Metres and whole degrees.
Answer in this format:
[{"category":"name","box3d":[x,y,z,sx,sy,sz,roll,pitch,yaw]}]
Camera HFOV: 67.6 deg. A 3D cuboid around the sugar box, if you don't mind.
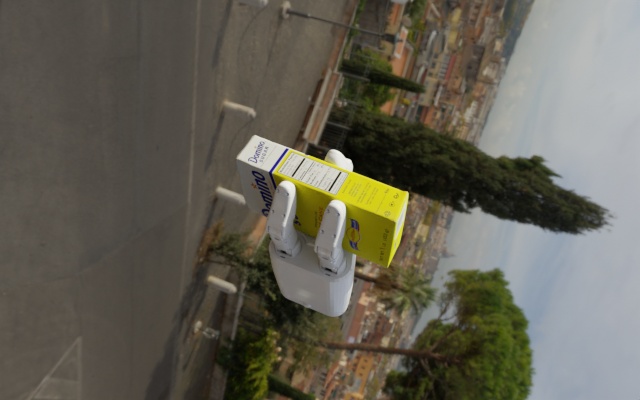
[{"category":"sugar box","box3d":[0.000,0.002,0.503,0.176,0.048,0.093,19,-34,15]}]
